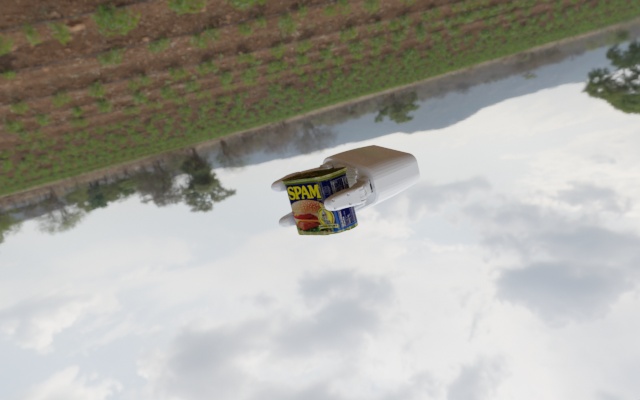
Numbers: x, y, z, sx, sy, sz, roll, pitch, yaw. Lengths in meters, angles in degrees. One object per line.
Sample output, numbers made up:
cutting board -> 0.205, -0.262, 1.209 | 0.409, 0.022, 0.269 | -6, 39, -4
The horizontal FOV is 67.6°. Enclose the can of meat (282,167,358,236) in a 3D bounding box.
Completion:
can of meat -> 0.000, 0.003, 0.678 | 0.057, 0.084, 0.102 | -23, 13, -40
